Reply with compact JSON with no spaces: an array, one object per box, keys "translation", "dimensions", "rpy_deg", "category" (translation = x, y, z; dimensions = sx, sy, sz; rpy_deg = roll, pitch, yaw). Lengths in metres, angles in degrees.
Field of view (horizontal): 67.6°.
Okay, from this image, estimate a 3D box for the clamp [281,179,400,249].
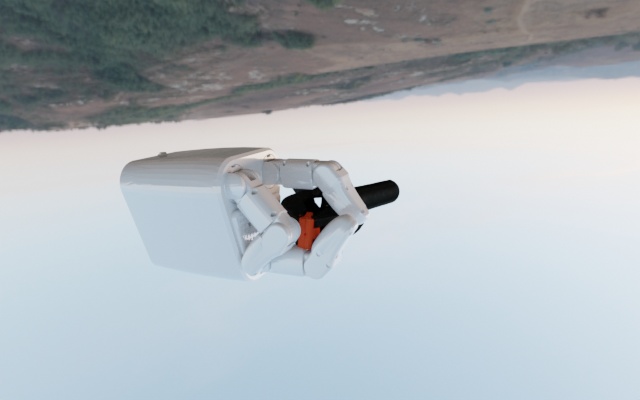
[{"translation":[0.000,0.002,0.468],"dimensions":[0.120,0.039,0.171],"rpy_deg":[3,14,23],"category":"clamp"}]
